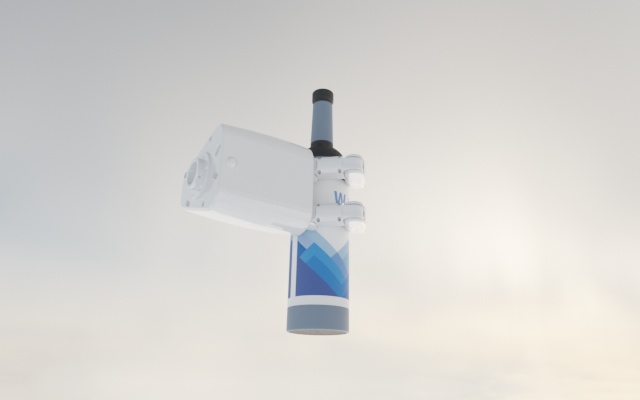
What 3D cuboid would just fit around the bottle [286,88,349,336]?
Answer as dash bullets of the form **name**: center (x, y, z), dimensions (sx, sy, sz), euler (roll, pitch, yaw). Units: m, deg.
- **bottle**: center (0.000, 0.002, 0.555), dimensions (0.069, 0.295, 0.069), euler (1, -21, 0)
